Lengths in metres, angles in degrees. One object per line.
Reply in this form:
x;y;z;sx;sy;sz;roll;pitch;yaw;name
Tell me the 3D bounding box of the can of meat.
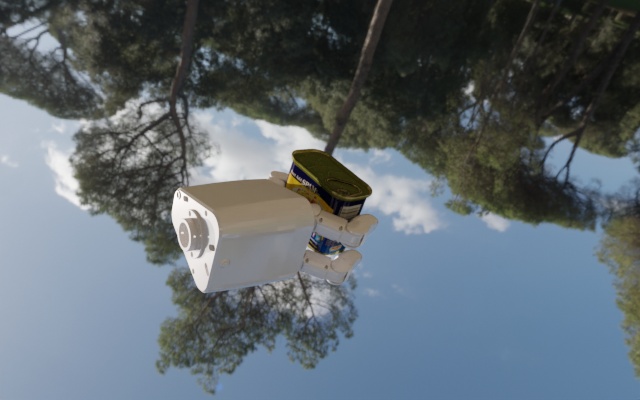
0.000;0.002;0.550;0.057;0.084;0.102;-10;41;-43;can of meat
